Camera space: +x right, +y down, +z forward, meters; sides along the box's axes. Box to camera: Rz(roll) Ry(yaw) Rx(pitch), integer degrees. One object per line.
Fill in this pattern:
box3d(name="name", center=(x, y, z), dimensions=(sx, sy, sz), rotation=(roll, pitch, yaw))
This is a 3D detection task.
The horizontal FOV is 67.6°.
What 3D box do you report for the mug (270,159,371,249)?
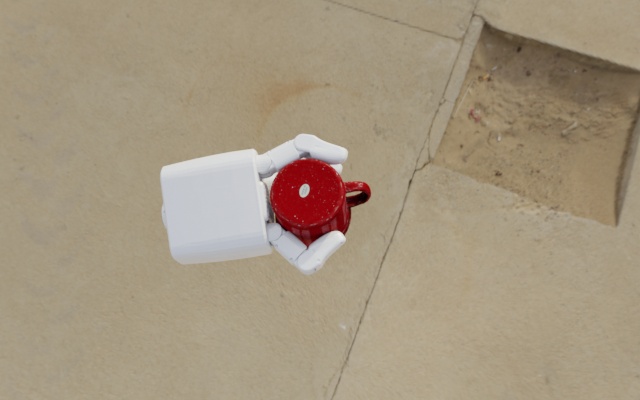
box3d(name="mug", center=(0.002, 0.002, 0.541), dimensions=(0.117, 0.093, 0.081), rotation=(-10, -20, 1))
